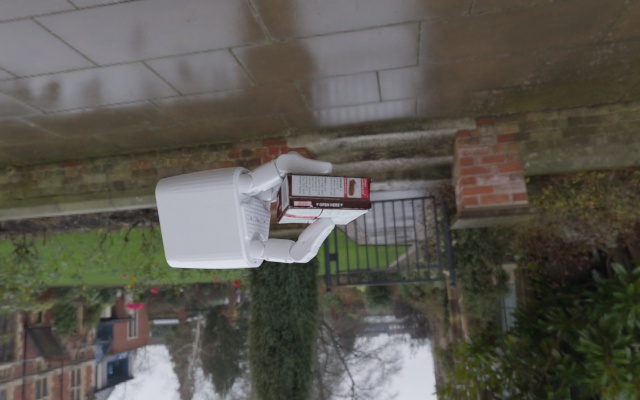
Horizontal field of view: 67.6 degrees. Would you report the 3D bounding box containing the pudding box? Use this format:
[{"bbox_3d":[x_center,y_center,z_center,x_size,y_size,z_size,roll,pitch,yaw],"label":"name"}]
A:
[{"bbox_3d":[0.000,0.002,0.534,0.090,0.039,0.113,1,-9,-10],"label":"pudding box"}]
